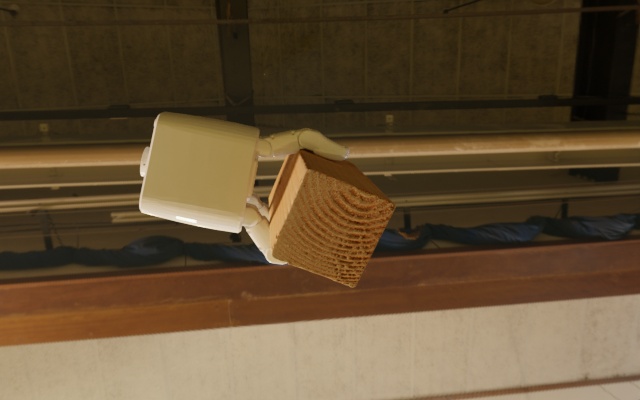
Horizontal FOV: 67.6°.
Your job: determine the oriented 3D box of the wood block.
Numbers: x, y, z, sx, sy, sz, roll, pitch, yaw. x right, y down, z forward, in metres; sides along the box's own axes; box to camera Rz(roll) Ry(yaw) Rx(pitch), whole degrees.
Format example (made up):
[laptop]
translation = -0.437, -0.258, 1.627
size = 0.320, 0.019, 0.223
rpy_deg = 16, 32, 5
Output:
[wood block]
translation = 0.000, 0.001, 0.527
size = 0.090, 0.091, 0.206
rpy_deg = 22, 11, -12
